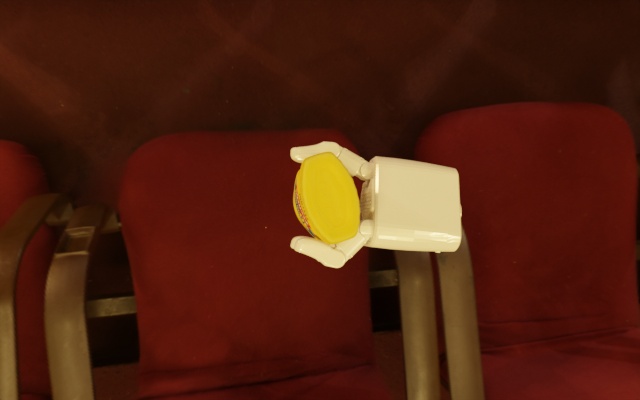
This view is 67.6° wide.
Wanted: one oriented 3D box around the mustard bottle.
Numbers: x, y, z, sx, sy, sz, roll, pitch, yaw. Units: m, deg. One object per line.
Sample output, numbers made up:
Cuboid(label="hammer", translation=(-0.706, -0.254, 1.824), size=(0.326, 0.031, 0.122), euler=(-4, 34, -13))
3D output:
Cuboid(label="mustard bottle", translation=(0.000, 0.002, 0.583), size=(0.058, 0.096, 0.191), euler=(-18, -1, -7))
